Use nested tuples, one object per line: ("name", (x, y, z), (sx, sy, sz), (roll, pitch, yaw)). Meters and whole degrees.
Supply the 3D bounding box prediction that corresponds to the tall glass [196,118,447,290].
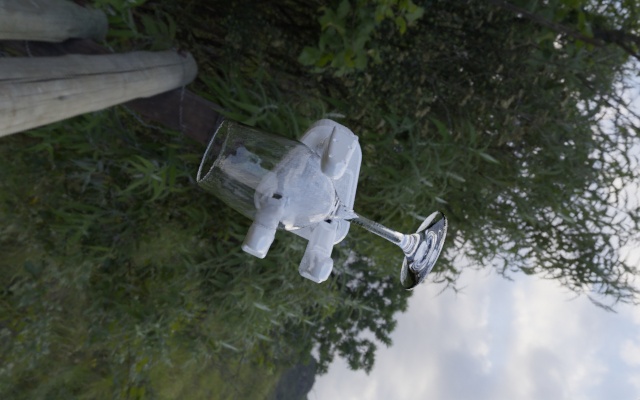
("tall glass", (0.001, 0.002, 0.407), (0.201, 0.079, 0.079), (25, -3, -5))
